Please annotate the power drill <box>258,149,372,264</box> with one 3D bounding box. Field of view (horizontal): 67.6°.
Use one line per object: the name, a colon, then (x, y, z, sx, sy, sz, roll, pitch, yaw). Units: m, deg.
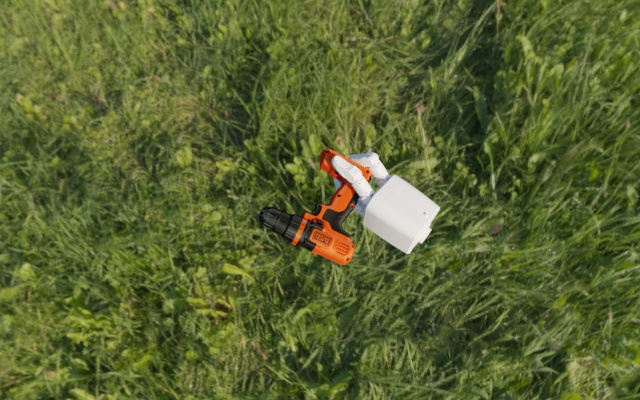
power drill: (0.001, 0.003, 0.881, 0.184, 0.187, 0.057, 26, -16, -7)
